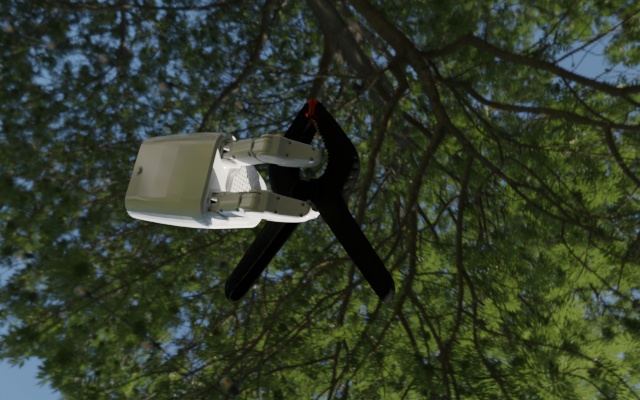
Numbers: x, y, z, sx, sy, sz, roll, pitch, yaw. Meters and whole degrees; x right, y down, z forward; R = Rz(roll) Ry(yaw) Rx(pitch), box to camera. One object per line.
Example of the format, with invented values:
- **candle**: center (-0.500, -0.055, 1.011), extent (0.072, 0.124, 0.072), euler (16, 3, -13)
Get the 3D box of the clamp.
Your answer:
- **clamp**: center (0.000, 0.001, 0.458), extent (0.164, 0.210, 0.036), euler (3, -17, 22)
